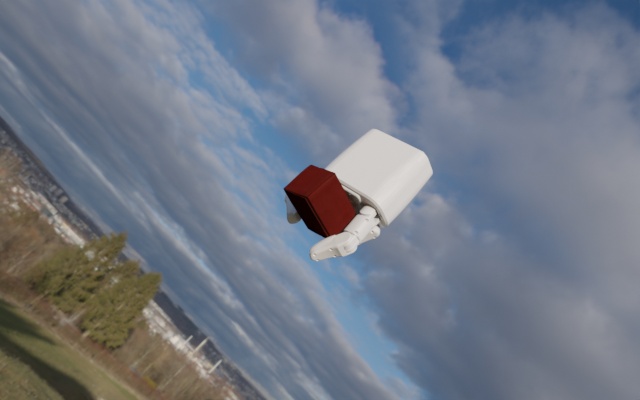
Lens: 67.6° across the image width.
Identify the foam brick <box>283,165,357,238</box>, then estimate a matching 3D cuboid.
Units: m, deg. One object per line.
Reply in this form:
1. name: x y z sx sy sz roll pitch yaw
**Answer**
1. foam brick: 0.000 0.002 0.609 0.051 0.078 0.053 -43 37 -18
